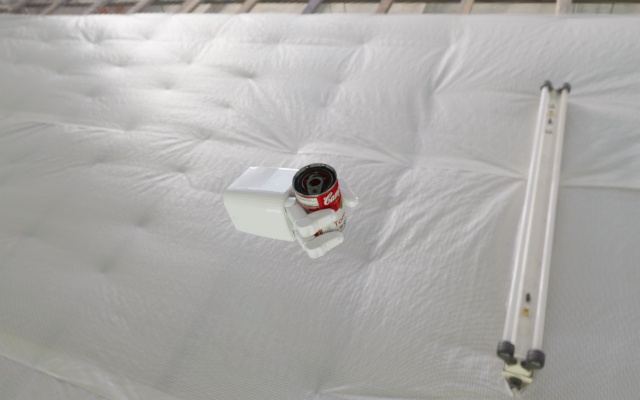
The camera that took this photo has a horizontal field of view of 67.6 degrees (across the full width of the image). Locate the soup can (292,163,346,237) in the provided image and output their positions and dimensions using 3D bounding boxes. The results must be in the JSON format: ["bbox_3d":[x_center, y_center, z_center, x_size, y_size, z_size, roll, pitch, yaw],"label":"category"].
[{"bbox_3d":[0.001,0.003,0.734,0.068,0.068,0.102,0,-42,14],"label":"soup can"}]
